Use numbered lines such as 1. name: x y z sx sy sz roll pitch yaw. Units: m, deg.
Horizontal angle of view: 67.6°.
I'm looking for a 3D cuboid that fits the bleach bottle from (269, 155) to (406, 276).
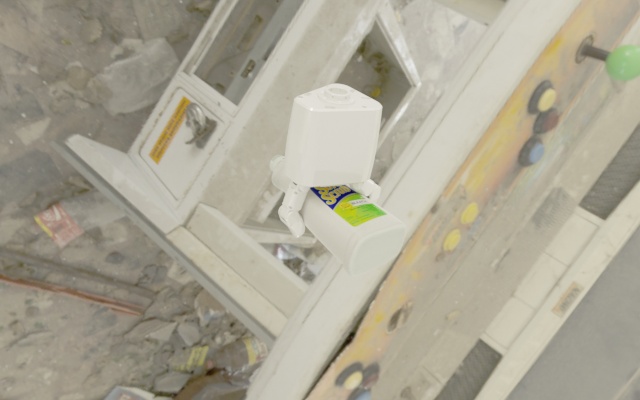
1. bleach bottle: 0.000 0.002 0.687 0.102 0.068 0.250 -16 40 -37
